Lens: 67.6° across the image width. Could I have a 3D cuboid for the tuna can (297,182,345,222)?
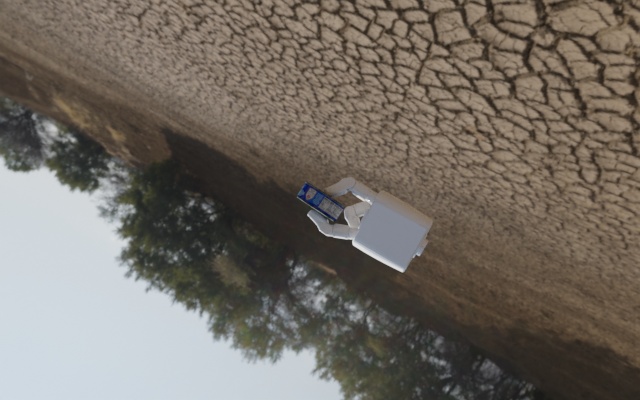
[{"bbox_3d":[0.000,0.003,0.868,0.086,0.034,0.086,33,-2,1],"label":"tuna can"}]
